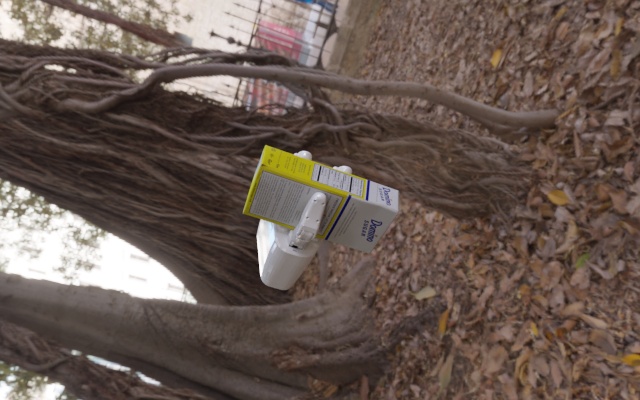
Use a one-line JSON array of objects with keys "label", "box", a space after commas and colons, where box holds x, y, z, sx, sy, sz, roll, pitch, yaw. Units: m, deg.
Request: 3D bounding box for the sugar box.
[{"label": "sugar box", "box": [0.000, 0.002, 0.600, 0.176, 0.048, 0.093, 17, -44, -10]}]
